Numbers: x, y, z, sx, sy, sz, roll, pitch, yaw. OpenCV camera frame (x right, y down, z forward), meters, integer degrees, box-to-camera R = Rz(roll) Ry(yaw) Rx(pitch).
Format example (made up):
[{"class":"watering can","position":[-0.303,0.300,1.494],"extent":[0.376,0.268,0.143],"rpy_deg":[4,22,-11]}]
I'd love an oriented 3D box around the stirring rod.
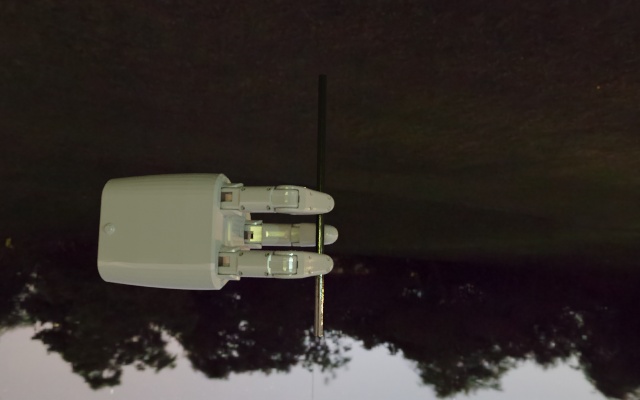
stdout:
[{"class":"stirring rod","position":[0.000,0.001,0.440],"extent":[0.011,0.239,0.011],"rpy_deg":[1,-6,0]}]
